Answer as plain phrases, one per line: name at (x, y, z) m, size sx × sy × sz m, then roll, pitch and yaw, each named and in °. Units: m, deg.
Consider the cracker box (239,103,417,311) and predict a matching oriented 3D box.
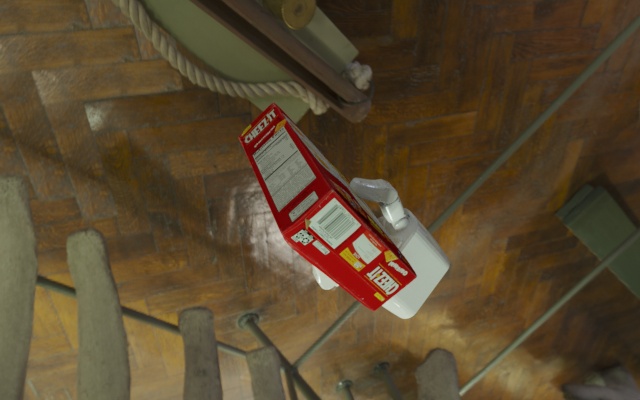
cracker box at (0.000, 0.002, 0.543) m, size 0.164 × 0.072 × 0.213 m, roll 44°, pitch 9°, yaw -37°
